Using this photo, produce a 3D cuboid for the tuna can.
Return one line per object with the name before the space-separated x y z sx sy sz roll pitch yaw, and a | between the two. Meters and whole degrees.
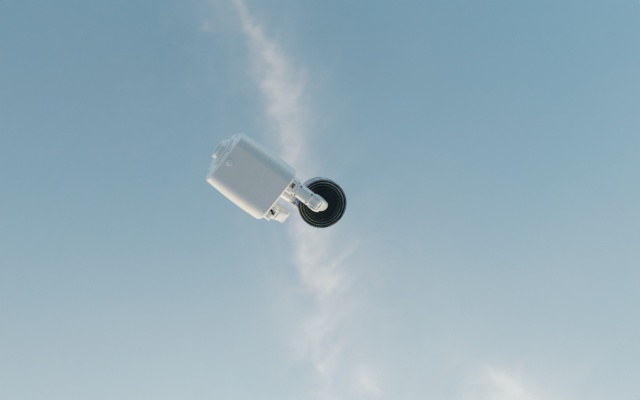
tuna can | 0.000 0.003 0.833 0.086 0.086 0.033 0 14 -13
